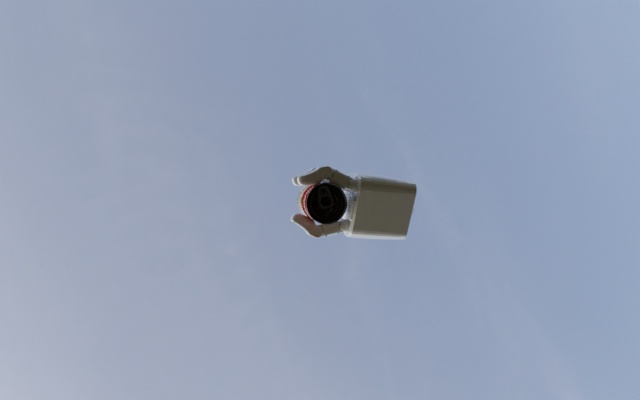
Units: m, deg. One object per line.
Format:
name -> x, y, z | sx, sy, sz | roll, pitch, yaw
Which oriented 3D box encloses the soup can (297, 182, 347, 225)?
soup can -> 0.000, 0.003, 0.817 | 0.068, 0.068, 0.102 | 0, 3, -12
